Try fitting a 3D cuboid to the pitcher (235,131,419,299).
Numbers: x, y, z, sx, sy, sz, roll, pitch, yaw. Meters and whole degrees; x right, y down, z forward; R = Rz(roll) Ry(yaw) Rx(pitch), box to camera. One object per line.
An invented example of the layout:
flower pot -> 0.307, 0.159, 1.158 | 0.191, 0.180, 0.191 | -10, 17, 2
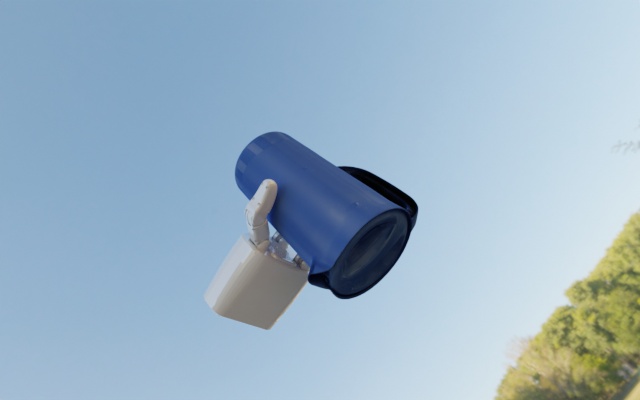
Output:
pitcher -> 0.000, 0.002, 0.639 | 0.242, 0.145, 0.149 | 40, 11, 35
